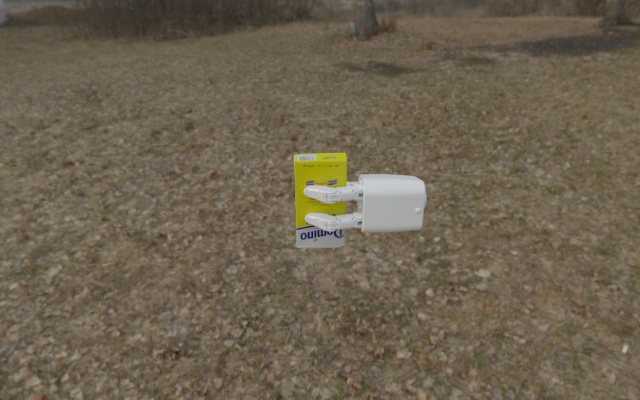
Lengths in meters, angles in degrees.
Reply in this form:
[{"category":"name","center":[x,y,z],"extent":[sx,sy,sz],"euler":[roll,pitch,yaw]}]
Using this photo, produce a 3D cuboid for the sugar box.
[{"category":"sugar box","center":[0.000,0.003,0.865],"extent":[0.093,0.176,0.048],"euler":[-1,25,-1]}]
